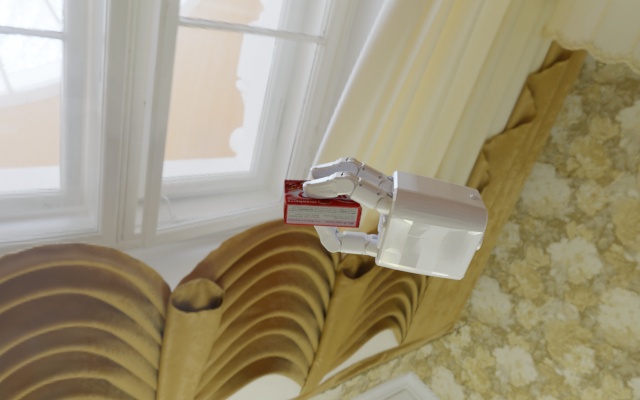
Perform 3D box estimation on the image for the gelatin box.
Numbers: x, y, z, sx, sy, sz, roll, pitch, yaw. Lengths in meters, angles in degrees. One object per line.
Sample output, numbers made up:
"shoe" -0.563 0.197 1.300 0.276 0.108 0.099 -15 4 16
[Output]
"gelatin box" 0.000 0.002 0.570 0.089 0.030 0.073 2 24 -6
